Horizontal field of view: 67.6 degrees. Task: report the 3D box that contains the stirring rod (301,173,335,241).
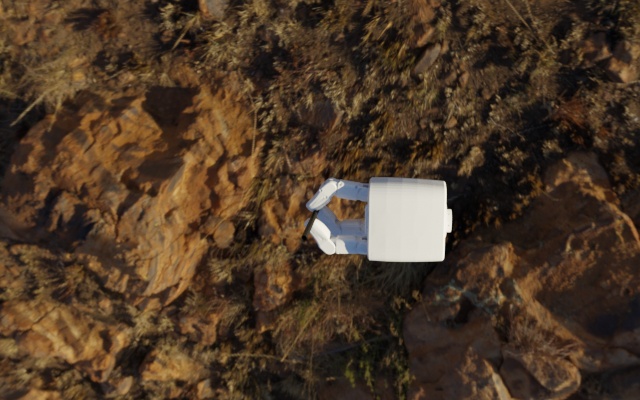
[{"bbox_3d":[0.000,0.002,0.732,0.011,0.011,0.239,0,23,11],"label":"stirring rod"}]
